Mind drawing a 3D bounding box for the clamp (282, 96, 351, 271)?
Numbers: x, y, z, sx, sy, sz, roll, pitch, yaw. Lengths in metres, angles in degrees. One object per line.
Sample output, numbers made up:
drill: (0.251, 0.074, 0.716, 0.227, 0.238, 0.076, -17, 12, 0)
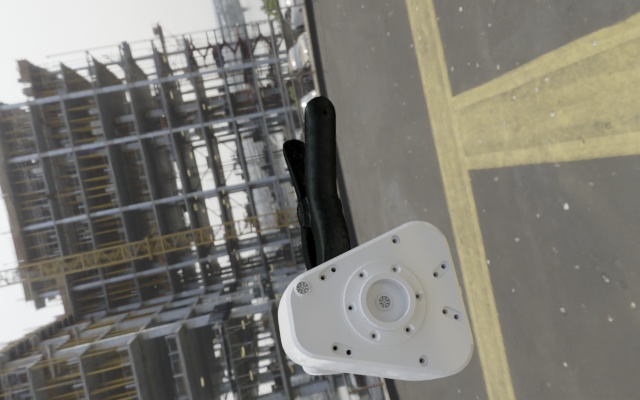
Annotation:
clamp: (-0.001, 0.002, 0.407, 0.039, 0.171, 0.120, -11, -17, -11)
